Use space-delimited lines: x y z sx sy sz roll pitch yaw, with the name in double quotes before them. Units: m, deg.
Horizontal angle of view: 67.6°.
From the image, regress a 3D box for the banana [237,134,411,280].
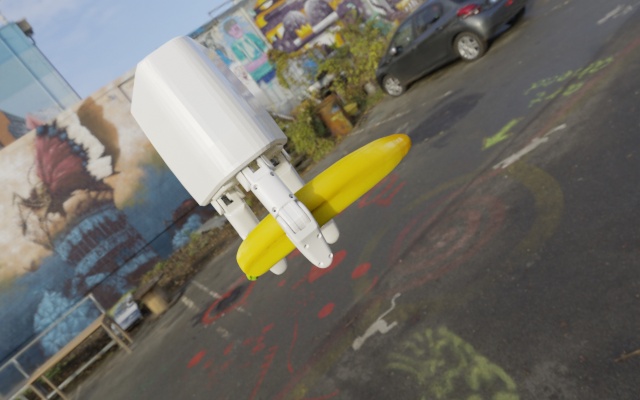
"banana" -0.006 0.005 0.406 0.198 0.037 0.069 -39 -2 11
